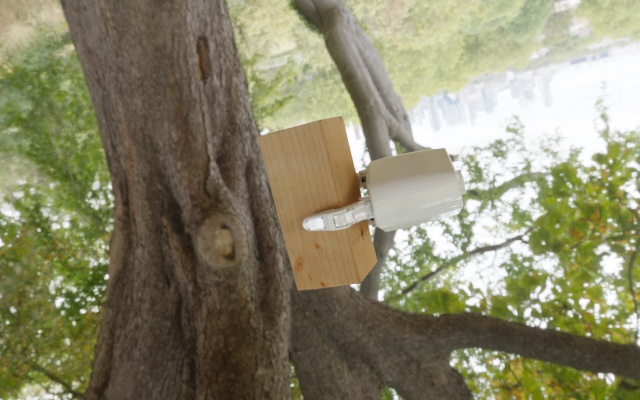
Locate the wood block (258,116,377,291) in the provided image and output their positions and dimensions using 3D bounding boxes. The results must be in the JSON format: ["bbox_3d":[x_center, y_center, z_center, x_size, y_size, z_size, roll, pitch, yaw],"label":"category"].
[{"bbox_3d":[0.000,0.002,0.628,0.090,0.206,0.091,-11,8,23],"label":"wood block"}]
